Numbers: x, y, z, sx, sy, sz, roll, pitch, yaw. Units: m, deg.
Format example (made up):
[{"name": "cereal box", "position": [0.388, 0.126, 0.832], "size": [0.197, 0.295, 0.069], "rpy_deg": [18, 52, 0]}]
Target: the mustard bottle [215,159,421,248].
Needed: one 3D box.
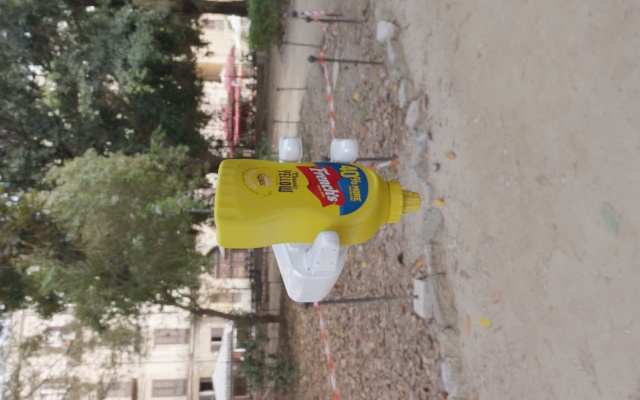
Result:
[{"name": "mustard bottle", "position": [0.000, 0.001, 0.453], "size": [0.191, 0.058, 0.096], "rpy_deg": [1, 39, -7]}]
